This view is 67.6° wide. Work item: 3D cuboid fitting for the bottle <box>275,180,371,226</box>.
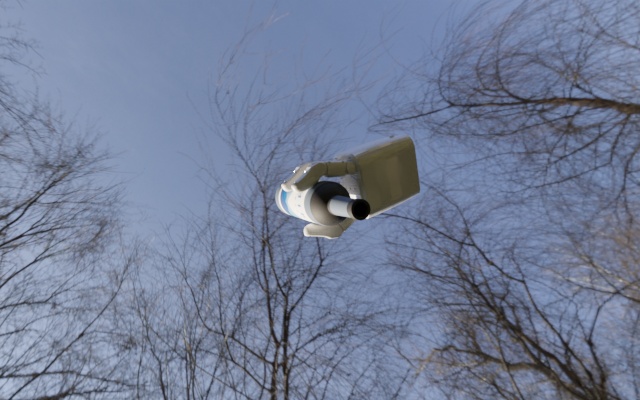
[{"bbox_3d":[0.000,0.002,0.736,0.069,0.069,0.295,0,4,-20],"label":"bottle"}]
